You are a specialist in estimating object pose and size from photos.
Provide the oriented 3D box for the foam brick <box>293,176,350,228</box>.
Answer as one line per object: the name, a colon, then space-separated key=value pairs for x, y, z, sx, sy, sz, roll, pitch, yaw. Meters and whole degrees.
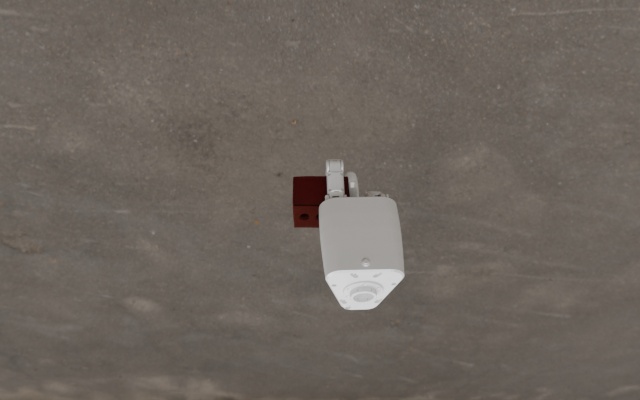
foam brick: x=0.000 y=0.002 z=0.653 sx=0.078 sy=0.051 sz=0.053 roll=0 pitch=-36 yaw=-2
